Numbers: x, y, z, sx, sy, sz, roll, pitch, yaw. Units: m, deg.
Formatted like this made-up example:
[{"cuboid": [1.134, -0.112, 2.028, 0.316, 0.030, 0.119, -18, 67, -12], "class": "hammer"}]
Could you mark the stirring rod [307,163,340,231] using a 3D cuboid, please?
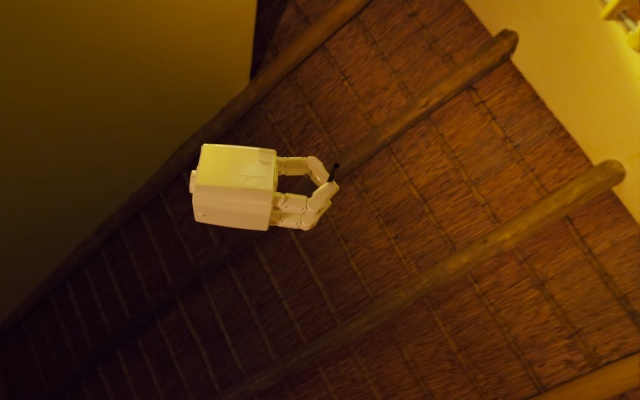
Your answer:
[{"cuboid": [0.000, 0.002, 0.741, 0.011, 0.011, 0.240, 0, -24, -11], "class": "stirring rod"}]
